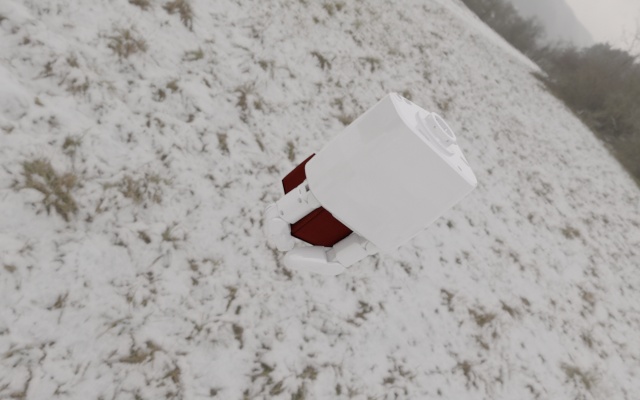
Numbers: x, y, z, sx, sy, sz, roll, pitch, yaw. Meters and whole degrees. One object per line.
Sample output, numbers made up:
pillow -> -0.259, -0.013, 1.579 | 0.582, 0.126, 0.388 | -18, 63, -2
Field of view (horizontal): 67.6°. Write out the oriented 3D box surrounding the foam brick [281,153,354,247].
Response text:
foam brick -> 0.000, 0.001, 0.486 | 0.053, 0.078, 0.051 | 27, -55, -38
